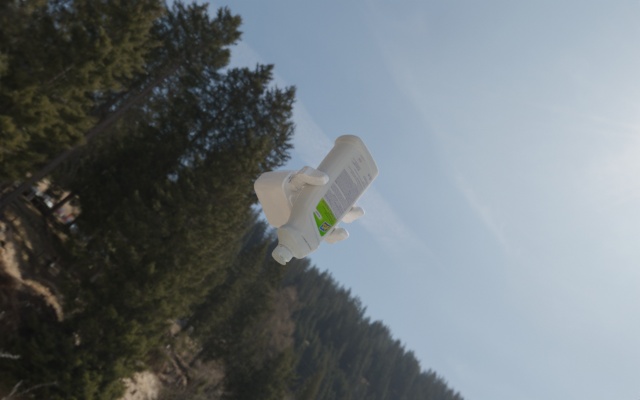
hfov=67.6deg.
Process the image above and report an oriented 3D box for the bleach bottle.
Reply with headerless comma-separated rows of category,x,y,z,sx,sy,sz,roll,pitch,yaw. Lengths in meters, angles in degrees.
bleach bottle,0.000,0.003,0.825,0.068,0.103,0.250,5,47,50
